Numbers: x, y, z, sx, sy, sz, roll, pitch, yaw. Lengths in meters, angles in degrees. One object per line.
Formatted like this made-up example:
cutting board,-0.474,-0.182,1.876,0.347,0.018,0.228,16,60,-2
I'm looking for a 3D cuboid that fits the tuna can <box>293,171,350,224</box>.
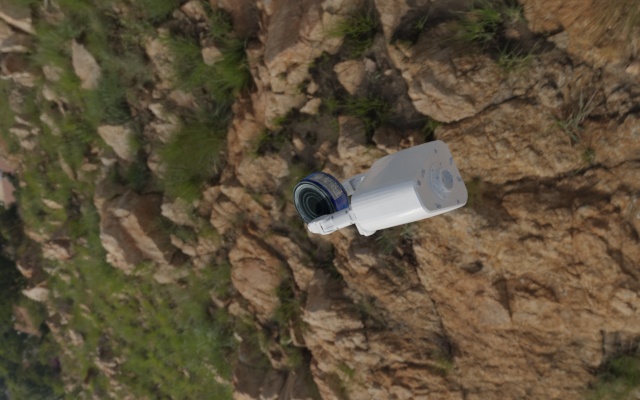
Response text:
tuna can,0.000,0.003,0.707,0.086,0.086,0.033,0,27,46
